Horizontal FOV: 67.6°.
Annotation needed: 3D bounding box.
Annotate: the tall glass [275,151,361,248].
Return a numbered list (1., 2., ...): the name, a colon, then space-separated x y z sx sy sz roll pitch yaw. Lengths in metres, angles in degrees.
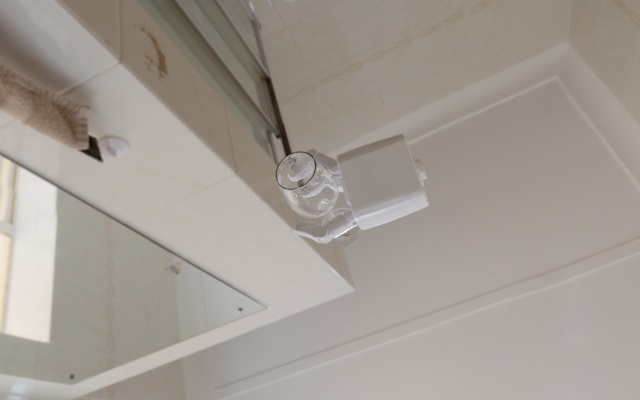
1. tall glass: 0.000 0.003 0.740 0.079 0.079 0.201 0 -26 23
